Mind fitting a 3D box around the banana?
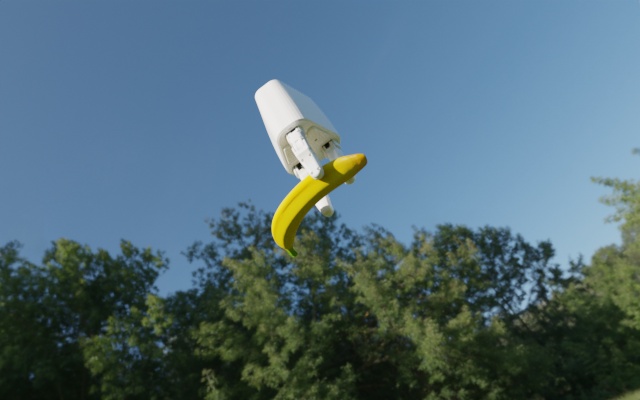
[{"bbox_3d":[-0.015,0.002,0.669,0.069,0.198,0.037,11,37,-42],"label":"banana"}]
